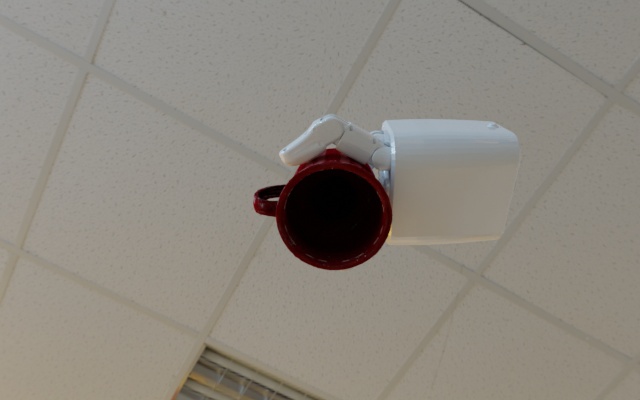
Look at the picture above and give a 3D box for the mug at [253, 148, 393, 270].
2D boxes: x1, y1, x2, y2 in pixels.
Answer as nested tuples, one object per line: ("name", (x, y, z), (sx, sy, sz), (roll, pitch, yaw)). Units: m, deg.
("mug", (-0.001, 0.001, 0.419), (0.117, 0.093, 0.081), (0, 19, 2))
